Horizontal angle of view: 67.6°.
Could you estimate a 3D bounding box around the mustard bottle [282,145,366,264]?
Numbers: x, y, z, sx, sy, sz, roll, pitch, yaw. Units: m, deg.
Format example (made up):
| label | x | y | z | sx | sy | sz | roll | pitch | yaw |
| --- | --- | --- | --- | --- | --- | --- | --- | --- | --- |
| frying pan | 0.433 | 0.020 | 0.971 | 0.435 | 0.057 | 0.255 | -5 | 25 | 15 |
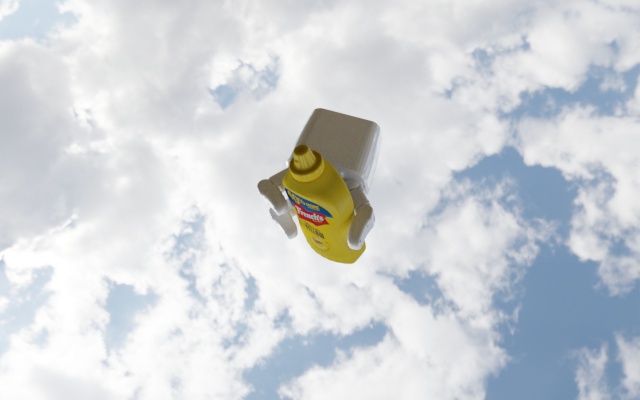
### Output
| label | x | y | z | sx | sy | sz | roll | pitch | yaw |
| --- | --- | --- | --- | --- | --- | --- | --- | --- | --- |
| mustard bottle | 0.000 | 0.002 | 0.609 | 0.096 | 0.058 | 0.192 | 29 | -26 | 34 |
